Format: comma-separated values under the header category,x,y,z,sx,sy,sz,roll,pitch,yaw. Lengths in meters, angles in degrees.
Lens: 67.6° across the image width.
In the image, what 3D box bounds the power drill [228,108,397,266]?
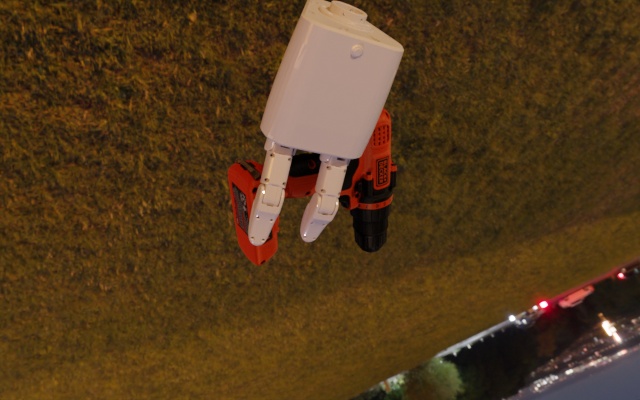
category,x,y,z,sx,sy,sz,roll,pitch,yaw
power drill,0.000,0.002,0.523,0.187,0.184,0.057,-21,32,-27
